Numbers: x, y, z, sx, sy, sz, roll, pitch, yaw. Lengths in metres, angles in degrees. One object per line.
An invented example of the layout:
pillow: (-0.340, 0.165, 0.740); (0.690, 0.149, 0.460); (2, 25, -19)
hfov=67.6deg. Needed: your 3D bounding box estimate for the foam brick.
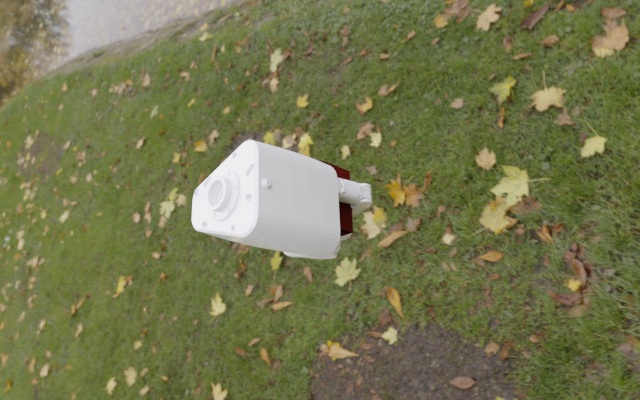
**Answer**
foam brick: (0.000, 0.002, 0.543); (0.053, 0.078, 0.051); (-20, -26, 40)
